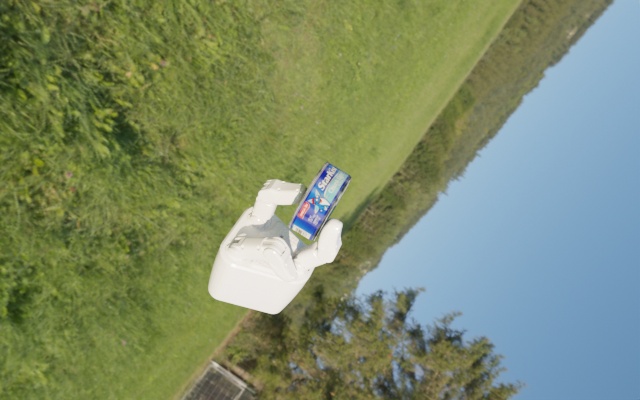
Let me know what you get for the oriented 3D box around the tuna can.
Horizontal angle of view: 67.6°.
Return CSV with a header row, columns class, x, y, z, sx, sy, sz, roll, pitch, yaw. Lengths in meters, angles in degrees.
class,x,y,z,sx,sy,sz,roll,pitch,yaw
tuna can,0.001,0.002,0.532,0.034,0.086,0.086,31,2,3
